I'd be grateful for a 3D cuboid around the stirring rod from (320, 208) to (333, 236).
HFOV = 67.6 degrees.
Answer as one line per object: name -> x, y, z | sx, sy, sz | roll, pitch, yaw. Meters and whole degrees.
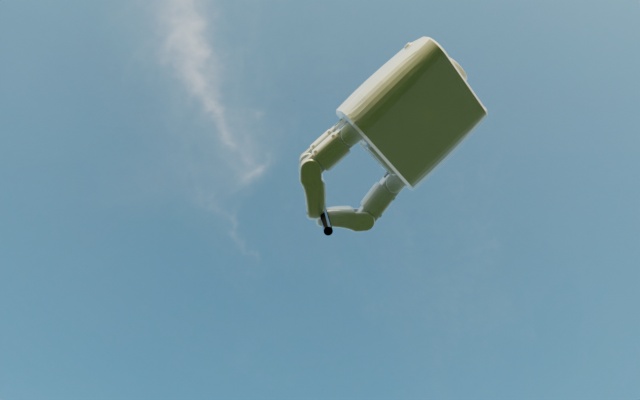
stirring rod -> 0.000, 0.002, 0.525 | 0.011, 0.011, 0.239 | 0, 12, -3
